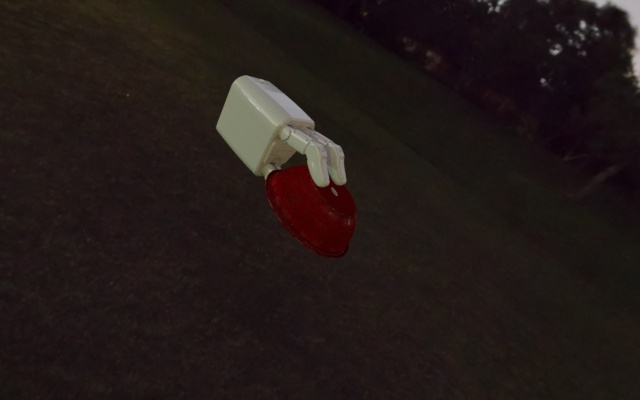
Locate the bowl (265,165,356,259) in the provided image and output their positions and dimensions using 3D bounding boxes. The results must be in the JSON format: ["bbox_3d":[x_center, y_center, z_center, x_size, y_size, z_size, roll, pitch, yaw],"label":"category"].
[{"bbox_3d":[0.001,0.003,0.683,0.055,0.162,0.162,-42,-20,24],"label":"bowl"}]
